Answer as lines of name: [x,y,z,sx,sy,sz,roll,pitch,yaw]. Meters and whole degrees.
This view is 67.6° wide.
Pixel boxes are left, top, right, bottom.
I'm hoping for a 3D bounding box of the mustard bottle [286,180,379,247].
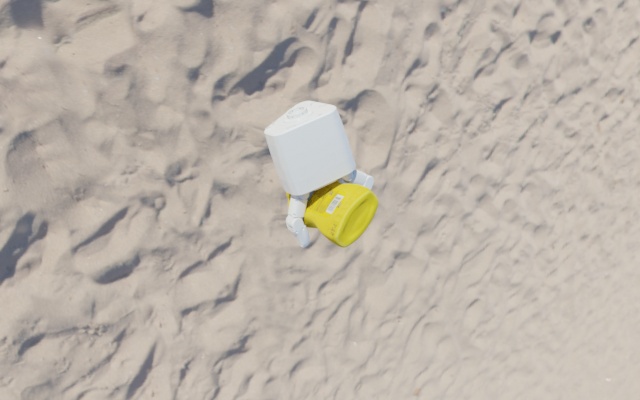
mustard bottle: [0.000,0.003,0.778,0.191,0.096,0.058,24,-14,50]
